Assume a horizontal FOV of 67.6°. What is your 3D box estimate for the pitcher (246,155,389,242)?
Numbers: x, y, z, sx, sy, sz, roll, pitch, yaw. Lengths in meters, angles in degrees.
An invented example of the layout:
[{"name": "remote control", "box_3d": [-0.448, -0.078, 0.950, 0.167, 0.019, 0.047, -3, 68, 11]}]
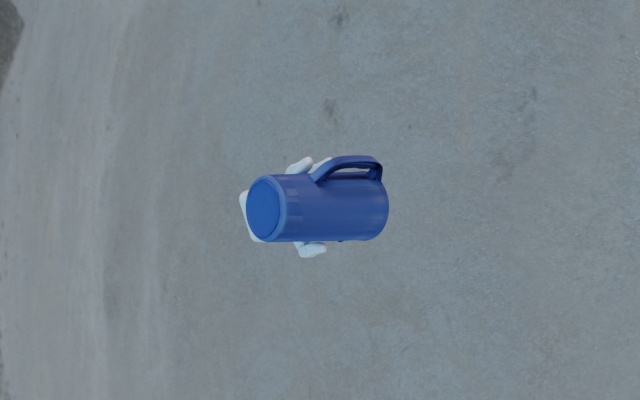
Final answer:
[{"name": "pitcher", "box_3d": [0.000, 0.003, 0.829, 0.243, 0.149, 0.145, -1, -6, -43]}]
